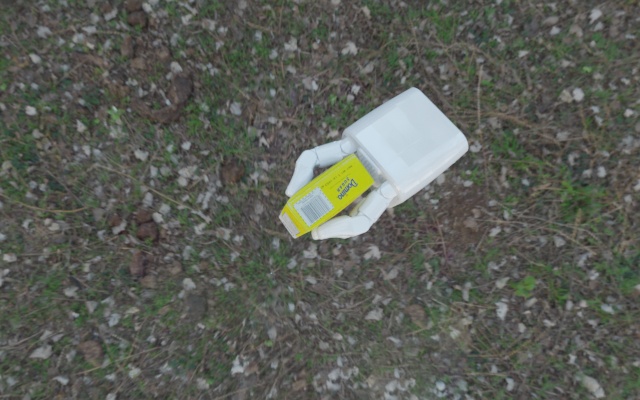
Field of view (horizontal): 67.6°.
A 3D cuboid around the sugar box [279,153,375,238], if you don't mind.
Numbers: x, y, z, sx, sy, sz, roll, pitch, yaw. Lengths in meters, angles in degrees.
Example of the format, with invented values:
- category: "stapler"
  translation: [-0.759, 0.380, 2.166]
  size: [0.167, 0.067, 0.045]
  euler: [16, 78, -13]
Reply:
- category: "sugar box"
  translation: [0.001, 0.002, 0.583]
  size: [0.093, 0.048, 0.176]
  euler: [-36, -4, -9]
